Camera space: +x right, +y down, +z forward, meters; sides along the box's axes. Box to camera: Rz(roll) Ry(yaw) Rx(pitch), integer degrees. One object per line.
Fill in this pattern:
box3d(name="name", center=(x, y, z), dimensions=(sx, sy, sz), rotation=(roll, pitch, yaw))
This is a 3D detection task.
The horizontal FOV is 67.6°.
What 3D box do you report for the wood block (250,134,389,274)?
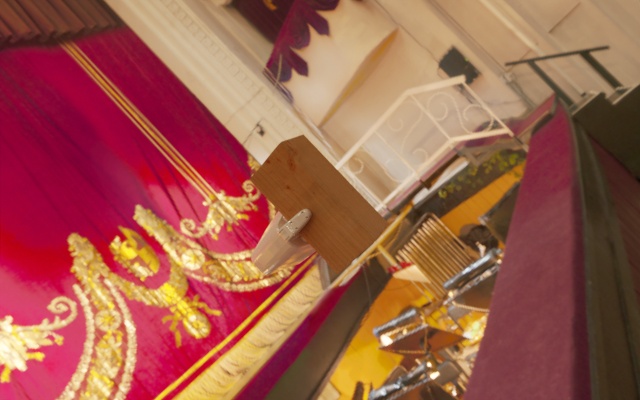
box3d(name="wood block", center=(0.000, 0.003, 0.768), dimensions=(0.090, 0.206, 0.091), rotation=(-46, -5, 27))
